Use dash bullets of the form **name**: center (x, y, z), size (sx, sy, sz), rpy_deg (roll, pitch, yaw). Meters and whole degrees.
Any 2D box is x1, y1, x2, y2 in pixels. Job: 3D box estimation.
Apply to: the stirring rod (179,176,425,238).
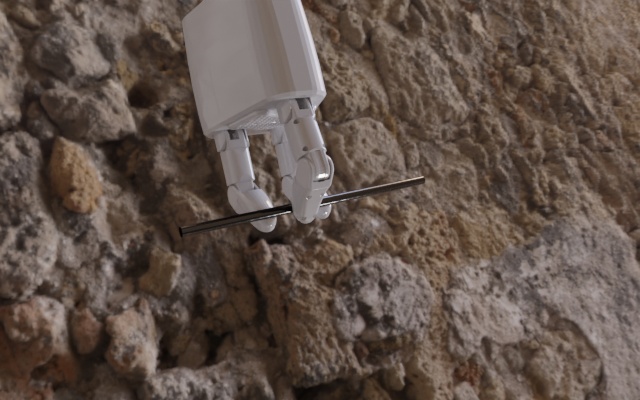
- **stirring rod**: center (0.000, 0.001, 0.404), size (0.239, 0.011, 0.011), rpy_deg (-12, 6, -32)
